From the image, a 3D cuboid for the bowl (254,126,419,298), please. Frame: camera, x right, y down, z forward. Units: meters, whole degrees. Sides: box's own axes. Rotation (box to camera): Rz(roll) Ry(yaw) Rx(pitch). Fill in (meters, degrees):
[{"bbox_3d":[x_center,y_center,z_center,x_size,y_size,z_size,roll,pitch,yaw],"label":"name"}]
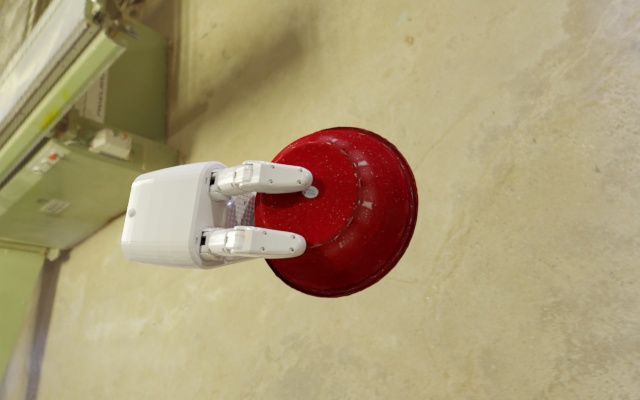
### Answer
[{"bbox_3d":[0.001,0.001,0.415,0.162,0.162,0.055,0,-14,24],"label":"bowl"}]
